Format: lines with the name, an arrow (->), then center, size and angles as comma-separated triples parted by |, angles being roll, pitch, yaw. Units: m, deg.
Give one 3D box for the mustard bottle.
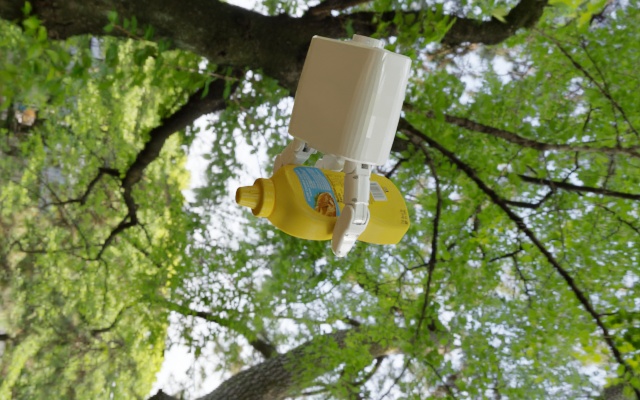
mustard bottle -> 0.000, 0.002, 0.527 | 0.191, 0.096, 0.058 | 5, -48, -29
